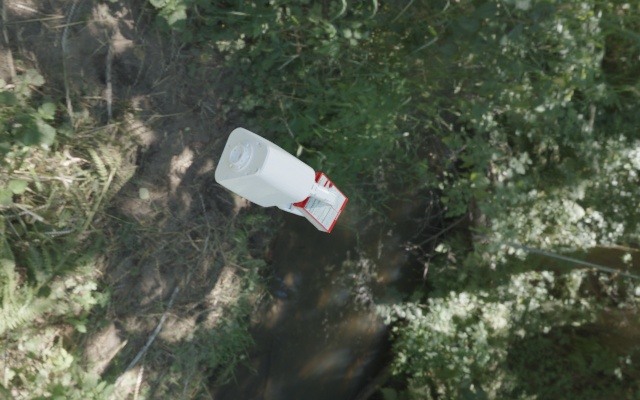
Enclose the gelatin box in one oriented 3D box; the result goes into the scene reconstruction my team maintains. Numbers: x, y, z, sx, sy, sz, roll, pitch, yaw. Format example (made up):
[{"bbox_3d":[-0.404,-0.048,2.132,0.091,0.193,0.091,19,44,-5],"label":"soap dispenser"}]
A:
[{"bbox_3d":[0.001,0.003,0.841,0.030,0.073,0.089,11,-25,45],"label":"gelatin box"}]
